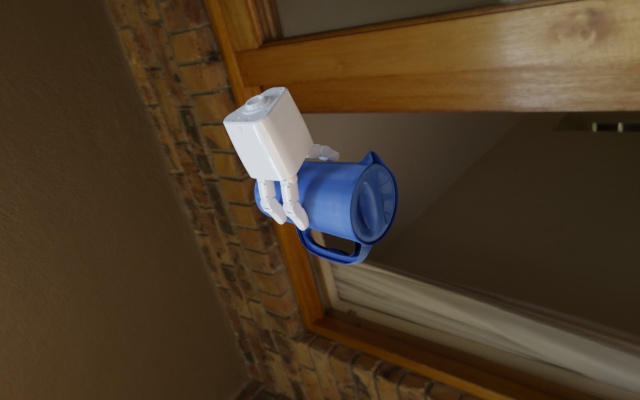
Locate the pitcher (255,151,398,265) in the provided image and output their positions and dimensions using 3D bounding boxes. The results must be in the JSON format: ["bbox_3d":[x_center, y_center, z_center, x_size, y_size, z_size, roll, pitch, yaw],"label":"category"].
[{"bbox_3d":[0.000,0.003,0.830,0.243,0.145,0.149,9,49,41],"label":"pitcher"}]
